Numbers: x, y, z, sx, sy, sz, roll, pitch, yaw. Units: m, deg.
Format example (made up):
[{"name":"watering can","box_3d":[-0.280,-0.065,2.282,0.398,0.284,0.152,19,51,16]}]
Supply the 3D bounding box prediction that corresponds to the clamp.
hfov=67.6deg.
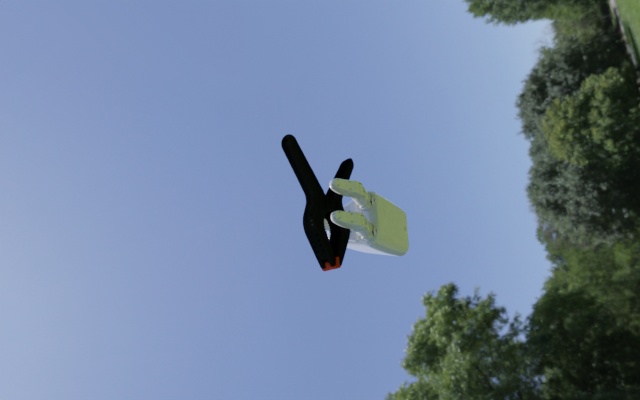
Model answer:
[{"name":"clamp","box_3d":[0.000,0.003,0.746,0.036,0.210,0.164,-20,-30,38]}]
